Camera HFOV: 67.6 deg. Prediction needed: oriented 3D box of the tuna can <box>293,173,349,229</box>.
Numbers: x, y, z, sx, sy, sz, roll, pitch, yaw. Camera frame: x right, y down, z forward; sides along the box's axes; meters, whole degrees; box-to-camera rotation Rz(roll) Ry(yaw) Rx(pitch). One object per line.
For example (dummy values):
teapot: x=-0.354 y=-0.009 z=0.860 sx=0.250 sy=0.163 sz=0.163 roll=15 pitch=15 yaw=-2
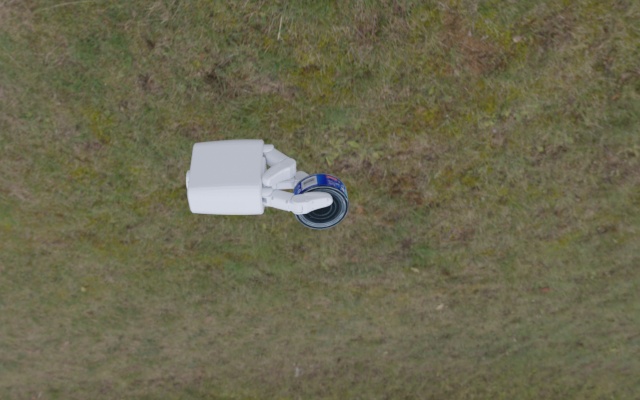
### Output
tuna can: x=0.000 y=0.003 z=0.729 sx=0.086 sy=0.086 sz=0.033 roll=0 pitch=37 yaw=-7
